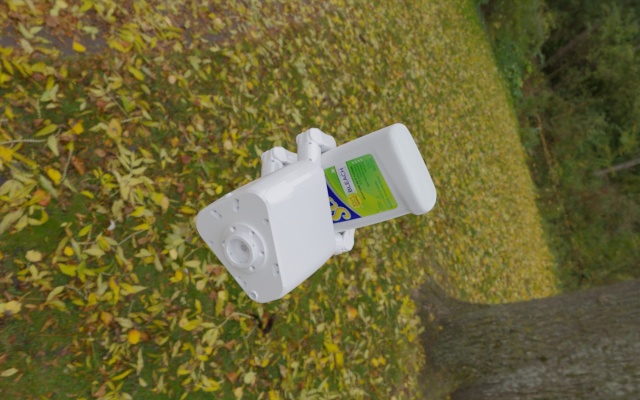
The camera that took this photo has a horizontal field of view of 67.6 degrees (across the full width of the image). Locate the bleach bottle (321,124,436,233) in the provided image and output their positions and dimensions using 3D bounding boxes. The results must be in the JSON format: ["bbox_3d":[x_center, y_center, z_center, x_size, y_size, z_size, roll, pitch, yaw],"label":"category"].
[{"bbox_3d":[0.000,0.002,0.566,0.251,0.102,0.068,-22,8,31],"label":"bleach bottle"}]
